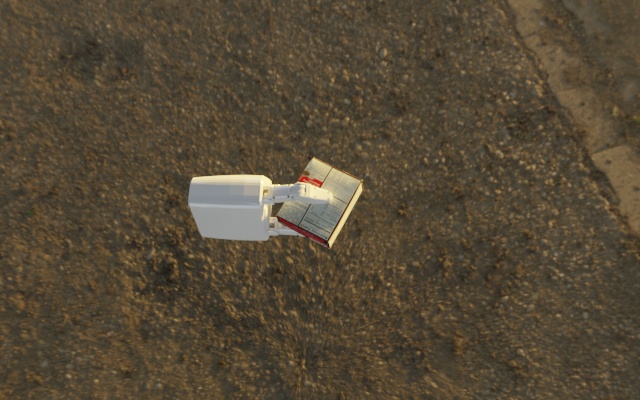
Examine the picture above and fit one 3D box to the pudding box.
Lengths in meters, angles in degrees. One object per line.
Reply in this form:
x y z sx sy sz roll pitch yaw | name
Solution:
0.000 0.002 0.715 0.090 0.113 0.039 27 -15 13 | pudding box
